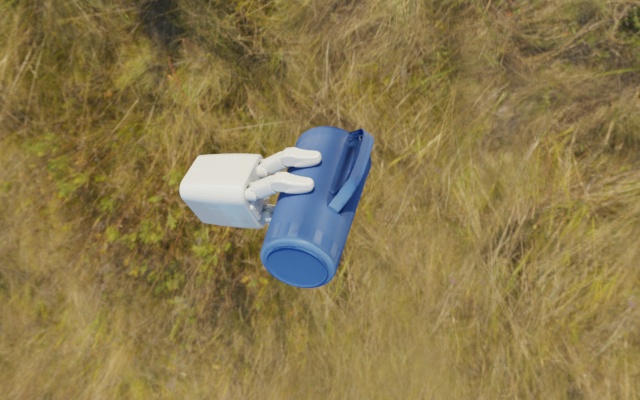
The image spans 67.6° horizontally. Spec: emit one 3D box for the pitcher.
[{"bbox_3d":[0.000,0.002,0.723,0.145,0.149,0.242,4,45,14],"label":"pitcher"}]
